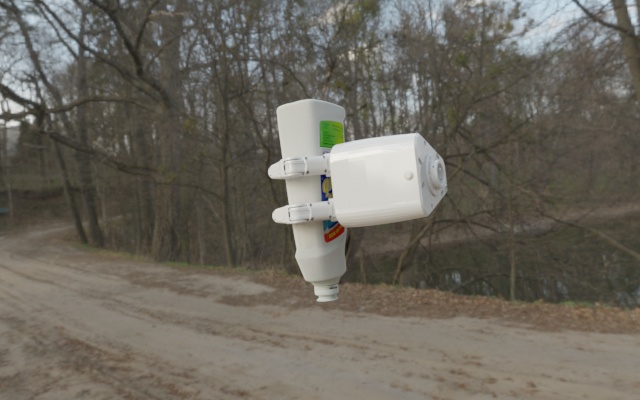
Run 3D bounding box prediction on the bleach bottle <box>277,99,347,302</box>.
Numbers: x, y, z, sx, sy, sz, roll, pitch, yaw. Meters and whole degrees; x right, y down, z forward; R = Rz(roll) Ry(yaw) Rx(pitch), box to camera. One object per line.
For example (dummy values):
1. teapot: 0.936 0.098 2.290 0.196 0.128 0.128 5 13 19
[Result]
1. bleach bottle: 0.000 0.002 0.622 0.068 0.251 0.102 -7 -2 30
